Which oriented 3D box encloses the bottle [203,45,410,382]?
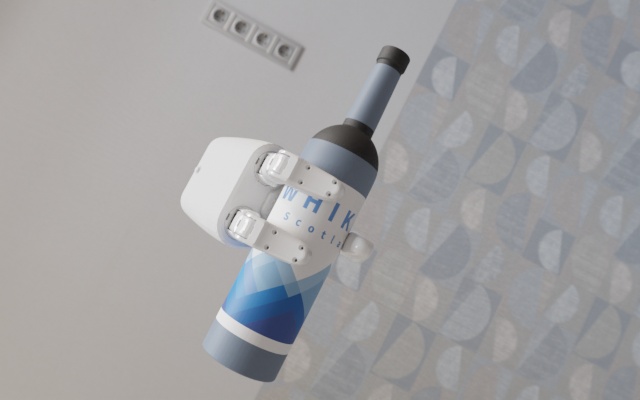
[{"bbox_3d":[0.000,0.002,0.405,0.069,0.295,0.069,27,-6,3],"label":"bottle"}]
